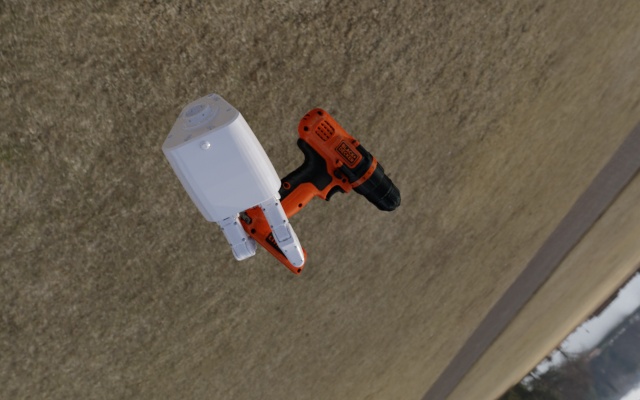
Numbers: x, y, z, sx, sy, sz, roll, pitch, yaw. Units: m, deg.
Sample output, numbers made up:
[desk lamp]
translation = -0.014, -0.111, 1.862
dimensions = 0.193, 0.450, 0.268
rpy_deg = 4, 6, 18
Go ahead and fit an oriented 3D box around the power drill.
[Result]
[power drill]
translation = 0.000, 0.002, 0.631
dimensions = 0.184, 0.187, 0.057
rpy_deg = 43, -7, -21
